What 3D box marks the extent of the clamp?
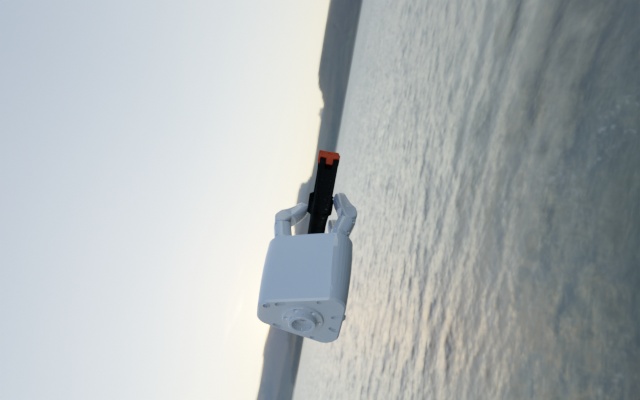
[{"bbox_3d":[-0.001,0.002,0.709,0.036,0.210,0.164,8,41,-2],"label":"clamp"}]
